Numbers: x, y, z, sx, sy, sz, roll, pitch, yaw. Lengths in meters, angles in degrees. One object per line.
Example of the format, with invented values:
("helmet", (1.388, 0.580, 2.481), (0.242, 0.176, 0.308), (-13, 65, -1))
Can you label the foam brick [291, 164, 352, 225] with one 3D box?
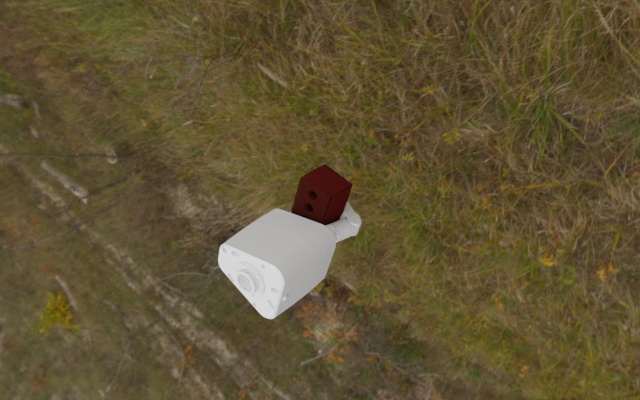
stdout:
("foam brick", (0.000, 0.002, 0.648), (0.053, 0.078, 0.051), (36, 41, 24))
